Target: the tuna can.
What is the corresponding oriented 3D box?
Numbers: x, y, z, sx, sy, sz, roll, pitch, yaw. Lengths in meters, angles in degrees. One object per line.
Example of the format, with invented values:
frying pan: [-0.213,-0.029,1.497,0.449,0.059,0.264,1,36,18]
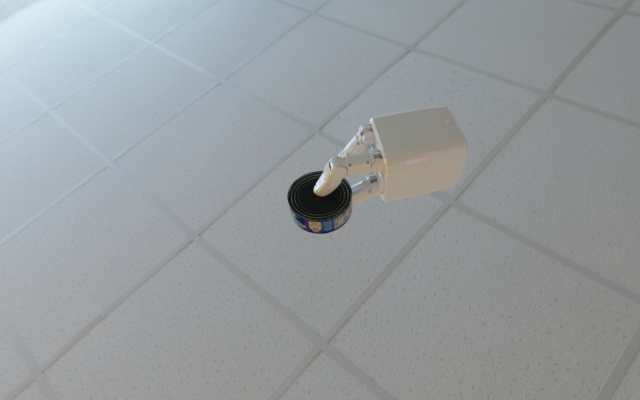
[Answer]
tuna can: [0.000,0.002,0.639,0.086,0.086,0.034,0,-40,6]
